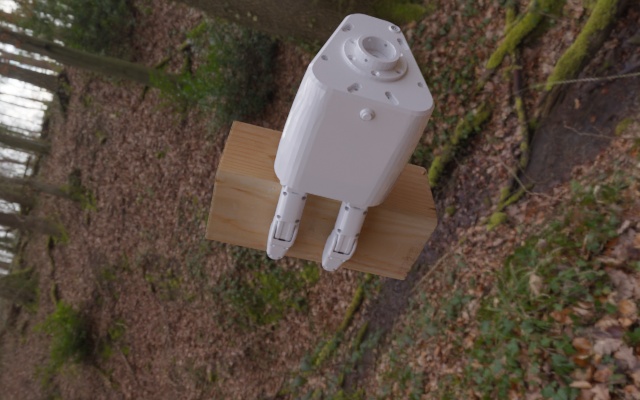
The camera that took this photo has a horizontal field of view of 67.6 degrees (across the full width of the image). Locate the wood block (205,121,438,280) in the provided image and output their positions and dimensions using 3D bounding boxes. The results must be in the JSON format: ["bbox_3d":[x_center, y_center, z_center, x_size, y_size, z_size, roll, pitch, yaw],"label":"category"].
[{"bbox_3d":[0.000,0.001,0.485,0.206,0.090,0.090,13,39,-8],"label":"wood block"}]
